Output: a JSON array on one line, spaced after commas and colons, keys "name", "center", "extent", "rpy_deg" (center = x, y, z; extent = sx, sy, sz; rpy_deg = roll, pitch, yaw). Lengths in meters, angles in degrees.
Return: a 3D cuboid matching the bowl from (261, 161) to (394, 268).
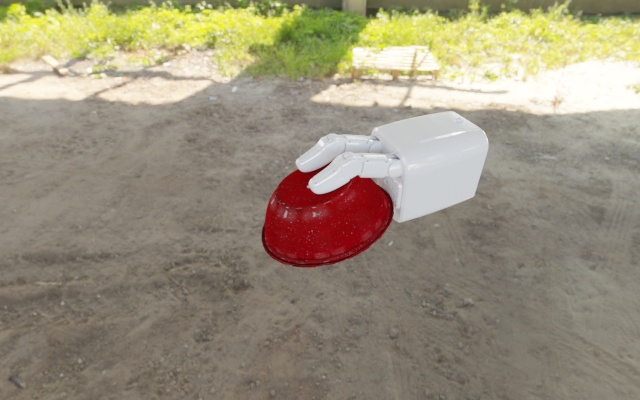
[{"name": "bowl", "center": [-0.001, 0.002, 0.549], "extent": [0.162, 0.055, 0.162], "rpy_deg": [-13, 34, 9]}]
